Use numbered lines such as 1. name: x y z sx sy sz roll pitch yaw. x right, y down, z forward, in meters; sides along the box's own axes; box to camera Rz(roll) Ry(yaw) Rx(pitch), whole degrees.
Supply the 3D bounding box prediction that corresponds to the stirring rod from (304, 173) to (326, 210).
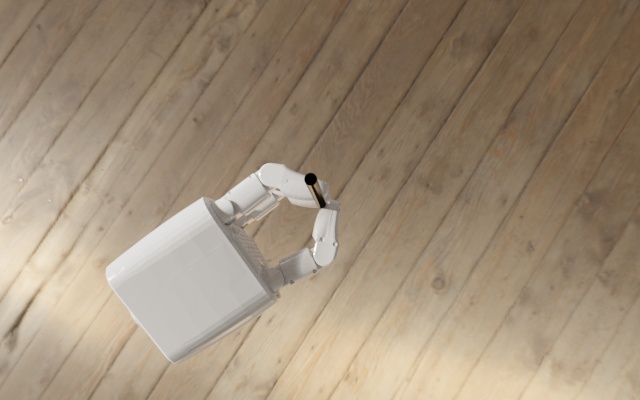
1. stirring rod: 0.000 0.001 0.412 0.011 0.011 0.239 0 -7 3
